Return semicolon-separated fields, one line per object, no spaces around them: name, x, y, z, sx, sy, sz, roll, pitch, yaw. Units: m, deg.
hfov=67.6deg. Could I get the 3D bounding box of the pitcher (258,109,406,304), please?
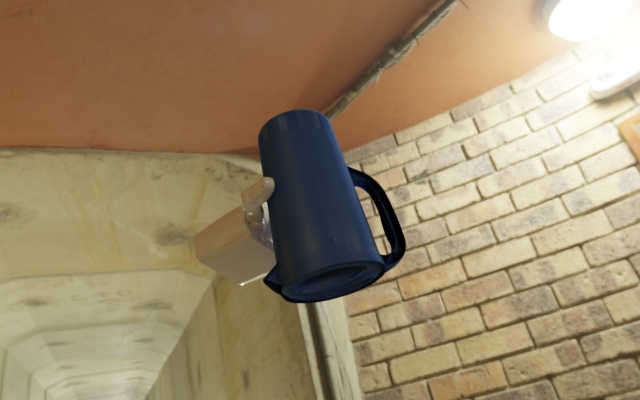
pitcher;0.000;0.002;0.633;0.145;0.242;0.149;-29;-30;27
